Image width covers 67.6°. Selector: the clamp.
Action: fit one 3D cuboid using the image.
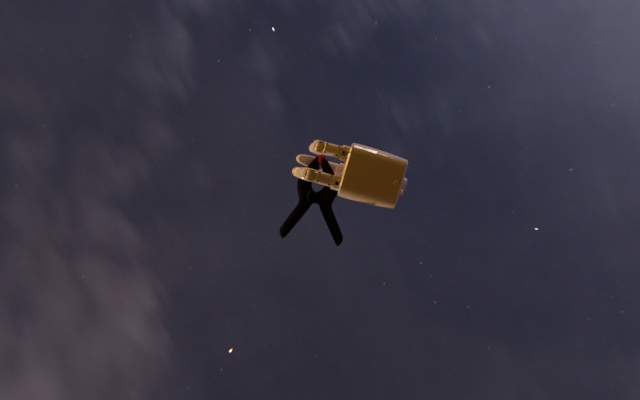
[{"bbox_3d":[0.000,0.003,0.897,0.120,0.171,0.039,16,1,5],"label":"clamp"}]
